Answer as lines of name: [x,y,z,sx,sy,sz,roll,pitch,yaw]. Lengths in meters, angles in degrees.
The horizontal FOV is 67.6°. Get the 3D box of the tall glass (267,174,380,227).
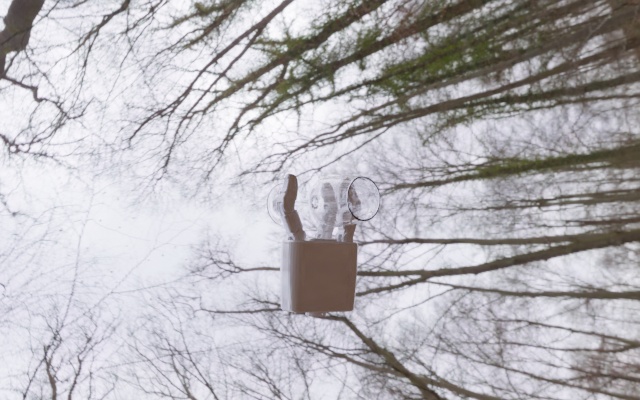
tall glass: [0.000,0.002,0.730,0.079,0.079,0.201,0,-3,-37]
